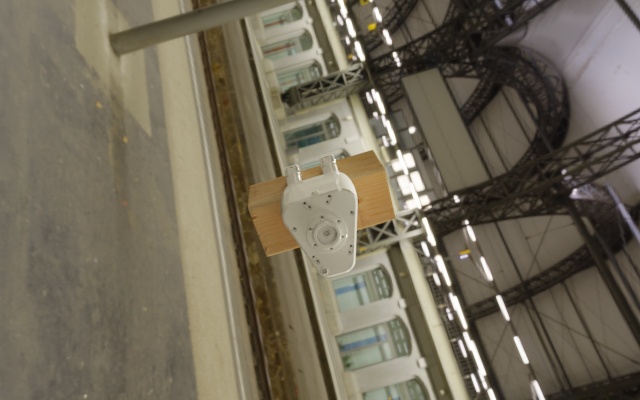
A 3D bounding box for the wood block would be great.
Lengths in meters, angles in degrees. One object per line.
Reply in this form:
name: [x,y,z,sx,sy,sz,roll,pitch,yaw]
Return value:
wood block: [0.000,0.003,0.745,0.206,0.091,0.090,-16,25,1]
